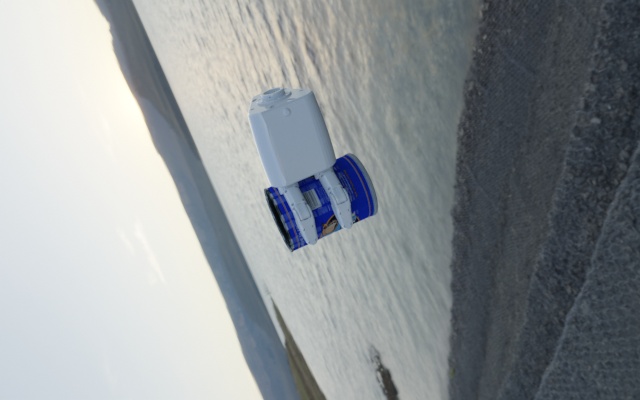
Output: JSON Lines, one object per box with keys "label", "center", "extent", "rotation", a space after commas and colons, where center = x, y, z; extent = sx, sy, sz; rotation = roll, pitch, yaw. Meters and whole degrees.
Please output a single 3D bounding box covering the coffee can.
{"label": "coffee can", "center": [0.000, 0.002, 0.713], "extent": [0.140, 0.103, 0.103], "rotation": [-24, 5, -11]}
